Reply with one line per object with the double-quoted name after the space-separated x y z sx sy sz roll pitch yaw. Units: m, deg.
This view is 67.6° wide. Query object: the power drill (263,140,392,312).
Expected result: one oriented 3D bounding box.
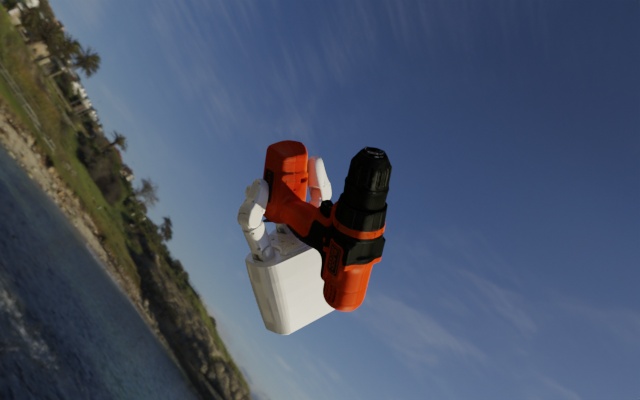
0.000 0.002 0.529 0.057 0.184 0.187 -7 32 -31 "power drill"
